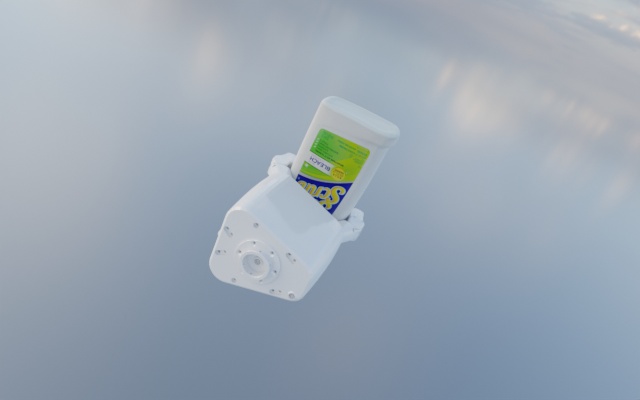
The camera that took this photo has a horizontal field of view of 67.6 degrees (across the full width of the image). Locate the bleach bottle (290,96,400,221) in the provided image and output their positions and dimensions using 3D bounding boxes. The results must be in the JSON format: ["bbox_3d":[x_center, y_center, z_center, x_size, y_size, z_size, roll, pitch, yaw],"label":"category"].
[{"bbox_3d":[0.000,0.002,0.608,0.102,0.251,0.068,28,26,7],"label":"bleach bottle"}]
